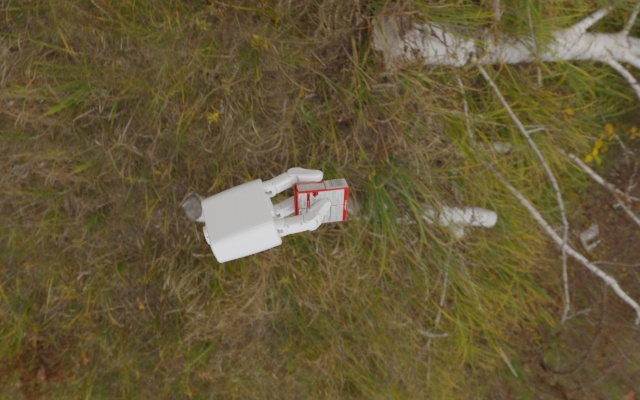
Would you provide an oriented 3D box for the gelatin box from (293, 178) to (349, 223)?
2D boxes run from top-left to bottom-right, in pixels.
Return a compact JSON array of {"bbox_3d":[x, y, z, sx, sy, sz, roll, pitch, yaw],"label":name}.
[{"bbox_3d":[0.001,0.003,0.803,0.089,0.073,0.030,-6,39,-9],"label":"gelatin box"}]
